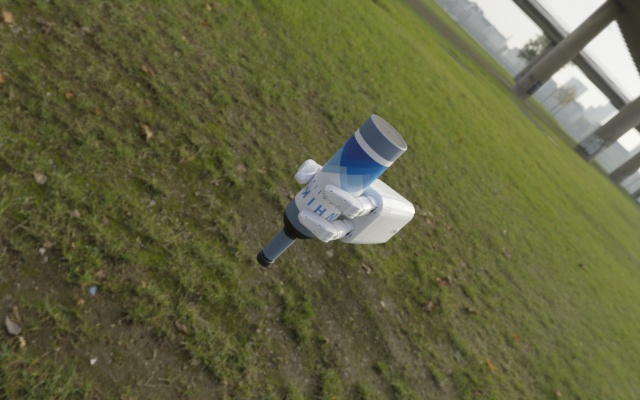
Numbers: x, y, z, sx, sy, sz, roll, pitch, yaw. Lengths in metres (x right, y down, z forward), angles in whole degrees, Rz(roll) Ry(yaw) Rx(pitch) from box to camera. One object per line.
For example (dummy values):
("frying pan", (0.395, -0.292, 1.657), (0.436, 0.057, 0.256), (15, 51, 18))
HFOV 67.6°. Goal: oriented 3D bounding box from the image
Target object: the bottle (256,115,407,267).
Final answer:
("bottle", (0.000, 0.002, 0.707), (0.296, 0.069, 0.069), (-46, -24, 26))
